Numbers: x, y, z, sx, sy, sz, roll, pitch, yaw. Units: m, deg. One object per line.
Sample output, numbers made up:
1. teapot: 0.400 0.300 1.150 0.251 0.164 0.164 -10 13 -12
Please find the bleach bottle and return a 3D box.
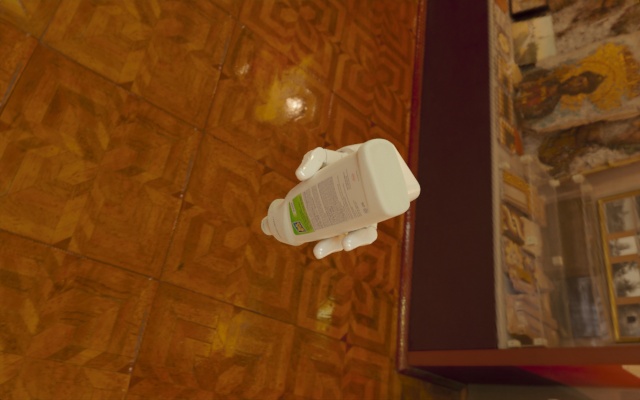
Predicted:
1. bleach bottle: 0.000 0.002 0.671 0.251 0.102 0.068 -20 -4 44
